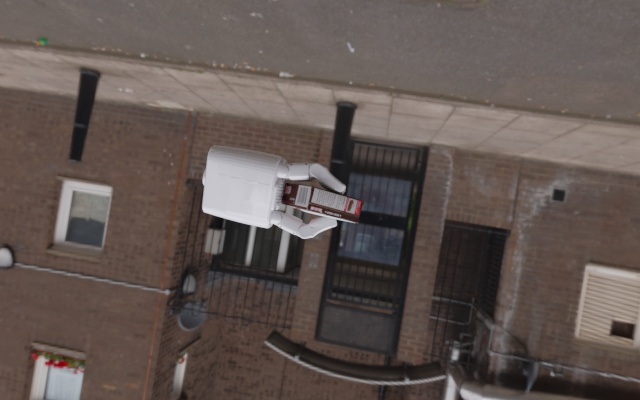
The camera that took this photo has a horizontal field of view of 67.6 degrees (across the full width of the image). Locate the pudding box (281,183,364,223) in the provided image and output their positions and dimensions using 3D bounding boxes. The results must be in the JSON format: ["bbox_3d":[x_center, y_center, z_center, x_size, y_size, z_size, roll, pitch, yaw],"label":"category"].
[{"bbox_3d":[0.000,0.003,0.735,0.090,0.039,0.113,14,0,-24],"label":"pudding box"}]
